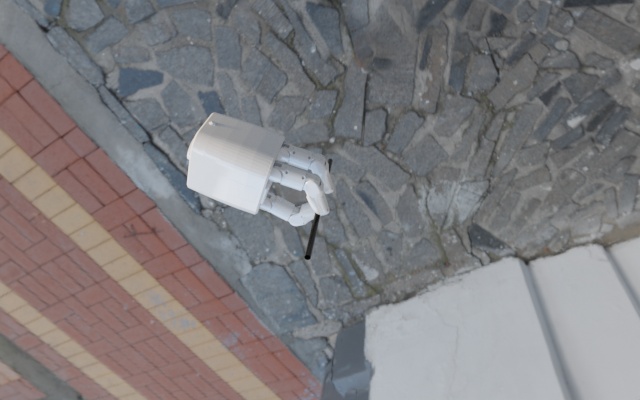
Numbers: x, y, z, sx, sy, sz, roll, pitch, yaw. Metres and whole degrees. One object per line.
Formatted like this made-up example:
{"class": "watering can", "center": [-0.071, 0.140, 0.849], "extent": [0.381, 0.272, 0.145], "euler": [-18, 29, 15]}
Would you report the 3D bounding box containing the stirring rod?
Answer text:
{"class": "stirring rod", "center": [0.000, 0.002, 0.673], "extent": [0.011, 0.011, 0.239], "euler": [0, 34, 9]}
